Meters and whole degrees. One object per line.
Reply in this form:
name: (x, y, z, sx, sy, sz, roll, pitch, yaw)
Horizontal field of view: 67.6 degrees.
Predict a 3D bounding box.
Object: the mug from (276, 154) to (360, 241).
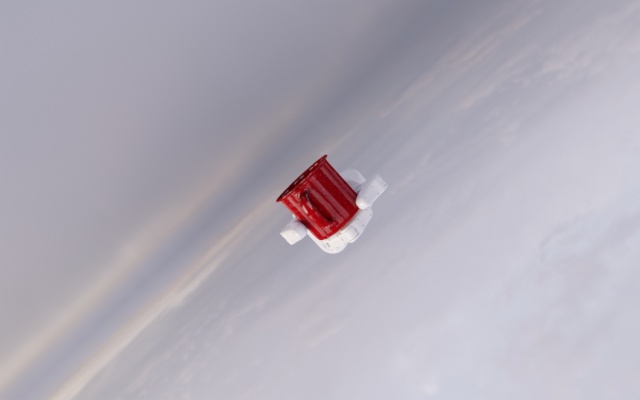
mug: (0.000, 0.003, 0.629, 0.093, 0.081, 0.117, -41, 8, 14)
